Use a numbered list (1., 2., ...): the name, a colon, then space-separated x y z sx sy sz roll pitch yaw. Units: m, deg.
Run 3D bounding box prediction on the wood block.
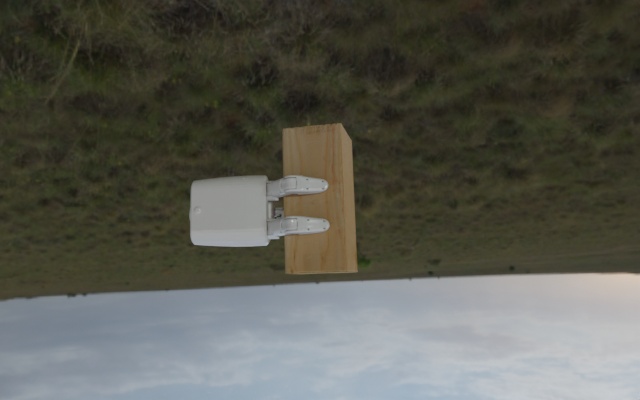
1. wood block: 0.000 0.002 0.699 0.090 0.206 0.091 -4 -10 12
